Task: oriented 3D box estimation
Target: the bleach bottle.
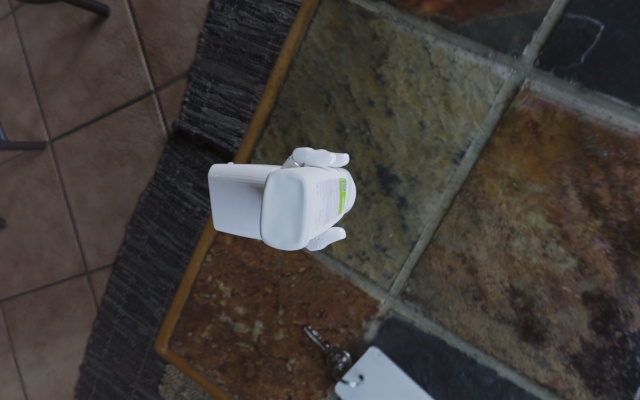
[{"bbox_3d":[0.000,0.002,0.693,0.068,0.102,0.251,8,6,20],"label":"bleach bottle"}]
